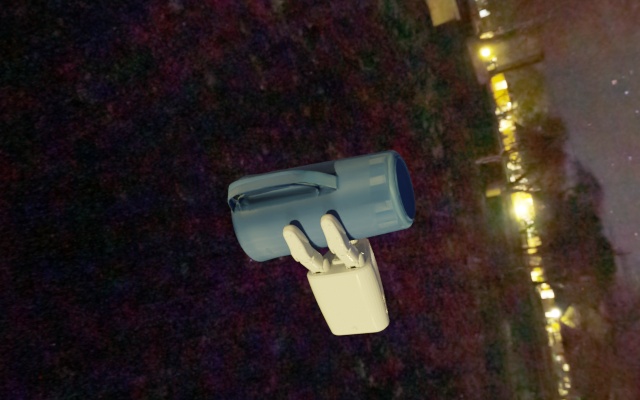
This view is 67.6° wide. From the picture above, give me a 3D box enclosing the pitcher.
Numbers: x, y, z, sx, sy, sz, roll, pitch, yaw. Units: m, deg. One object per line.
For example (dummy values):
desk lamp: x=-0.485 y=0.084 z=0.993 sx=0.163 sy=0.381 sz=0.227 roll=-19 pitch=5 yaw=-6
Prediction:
pitcher: x=0.000 y=0.002 z=0.675 sx=0.243 sy=0.145 sz=0.149 roll=-12 pitch=18 yaw=23
